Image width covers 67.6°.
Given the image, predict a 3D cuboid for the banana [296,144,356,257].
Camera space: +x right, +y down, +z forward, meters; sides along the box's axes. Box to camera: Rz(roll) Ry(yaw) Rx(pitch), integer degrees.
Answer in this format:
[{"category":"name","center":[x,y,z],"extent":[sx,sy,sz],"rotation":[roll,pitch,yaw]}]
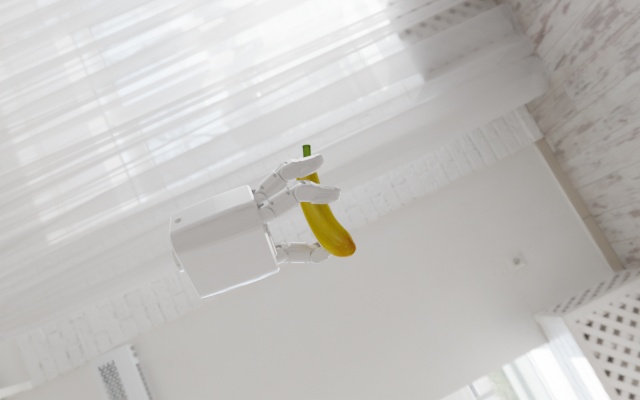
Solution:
[{"category":"banana","center":[0.000,0.013,0.618],"extent":[0.037,0.070,0.197],"rotation":[-15,47,-11]}]
